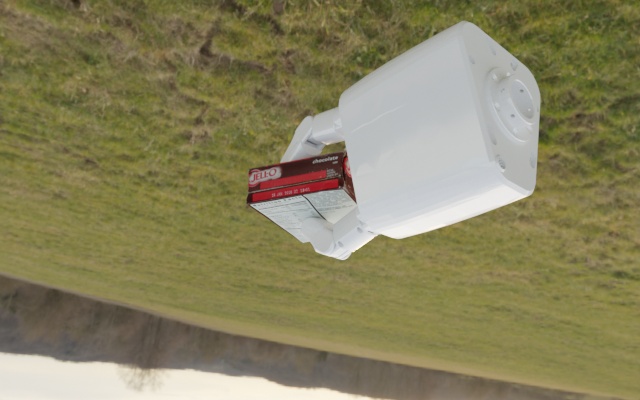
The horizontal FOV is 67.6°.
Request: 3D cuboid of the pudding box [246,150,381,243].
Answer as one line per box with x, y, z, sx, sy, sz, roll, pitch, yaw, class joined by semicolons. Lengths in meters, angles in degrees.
0.000;0.002;0.428;0.090;0.039;0.113;-8;-27;22;pudding box
